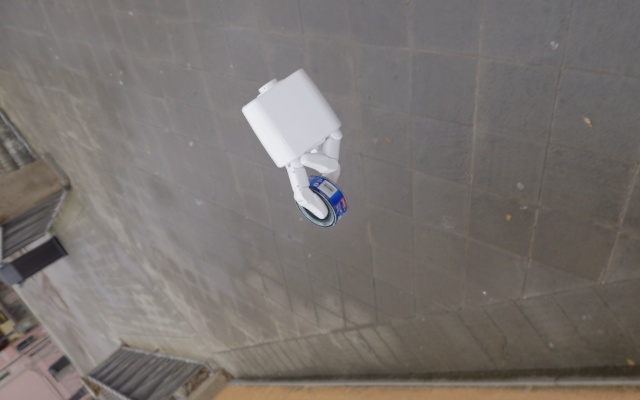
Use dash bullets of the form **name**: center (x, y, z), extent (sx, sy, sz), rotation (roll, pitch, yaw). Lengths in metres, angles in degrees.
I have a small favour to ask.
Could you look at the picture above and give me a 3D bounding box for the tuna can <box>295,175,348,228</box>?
- **tuna can**: center (0.000, 0.003, 0.772), extent (0.086, 0.086, 0.033), rotation (0, 37, 46)
